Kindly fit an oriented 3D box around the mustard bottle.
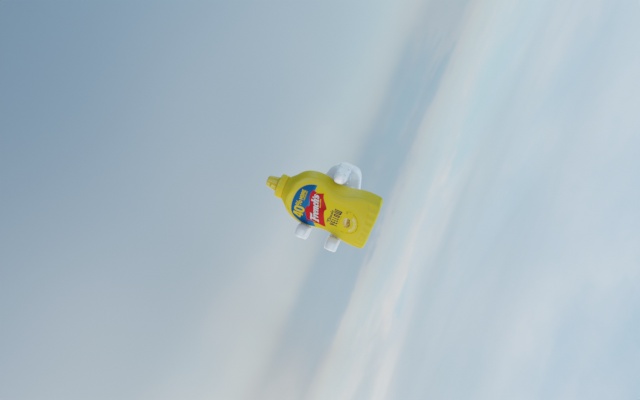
[{"bbox_3d":[0.000,0.003,0.792,0.191,0.096,0.058,23,36,5],"label":"mustard bottle"}]
